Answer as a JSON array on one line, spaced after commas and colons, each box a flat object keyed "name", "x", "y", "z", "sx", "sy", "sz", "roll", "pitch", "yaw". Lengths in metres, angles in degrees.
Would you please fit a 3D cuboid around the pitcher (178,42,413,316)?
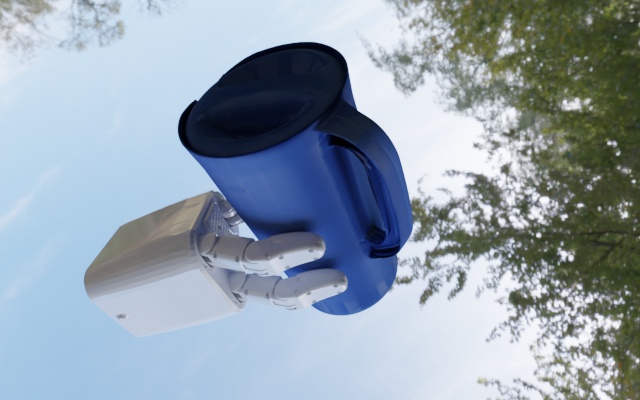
[{"name": "pitcher", "x": 0.000, "y": 0.001, "z": 0.416, "sx": 0.145, "sy": 0.149, "sz": 0.243, "roll": -19, "pitch": -47, "yaw": 8}]
